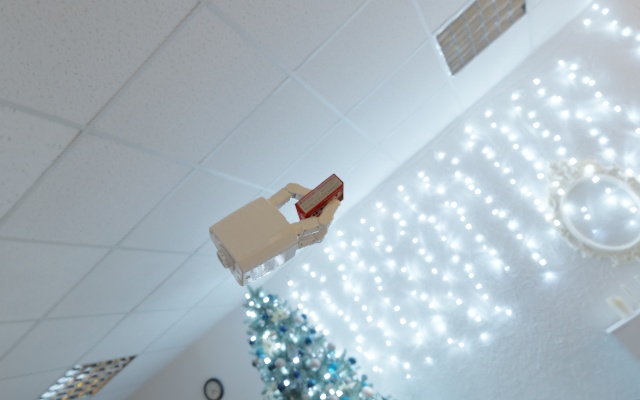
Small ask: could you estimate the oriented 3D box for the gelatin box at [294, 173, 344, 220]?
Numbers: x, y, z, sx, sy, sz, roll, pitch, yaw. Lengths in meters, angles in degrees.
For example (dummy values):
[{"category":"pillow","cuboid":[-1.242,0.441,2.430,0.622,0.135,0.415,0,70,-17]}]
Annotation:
[{"category":"gelatin box","cuboid":[0.000,0.002,0.819,0.089,0.030,0.073,-40,-18,-12]}]
